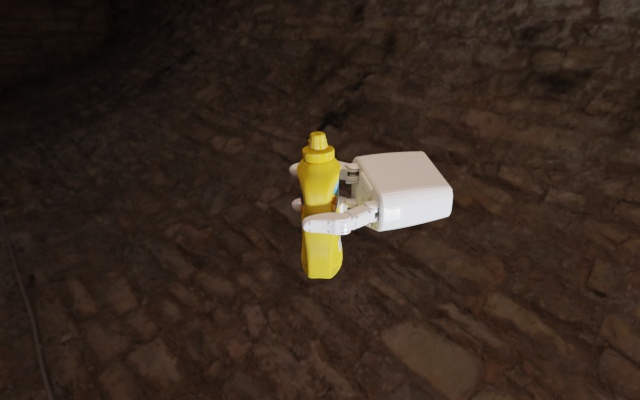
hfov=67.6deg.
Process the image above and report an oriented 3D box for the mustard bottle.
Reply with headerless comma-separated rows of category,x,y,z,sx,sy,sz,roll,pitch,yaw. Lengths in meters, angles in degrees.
mustard bottle,0.000,0.002,0.642,0.058,0.192,0.096,1,25,6
